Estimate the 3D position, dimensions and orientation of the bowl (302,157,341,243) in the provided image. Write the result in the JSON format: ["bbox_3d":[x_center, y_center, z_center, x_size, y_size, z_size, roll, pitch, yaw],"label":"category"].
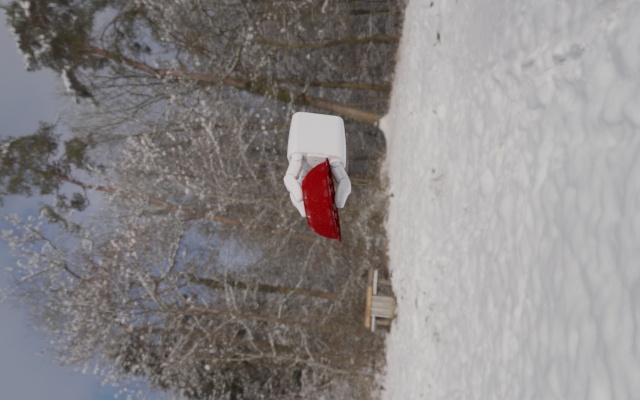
[{"bbox_3d":[0.000,0.004,0.892,0.055,0.162,0.162,-9,-1,4],"label":"bowl"}]
